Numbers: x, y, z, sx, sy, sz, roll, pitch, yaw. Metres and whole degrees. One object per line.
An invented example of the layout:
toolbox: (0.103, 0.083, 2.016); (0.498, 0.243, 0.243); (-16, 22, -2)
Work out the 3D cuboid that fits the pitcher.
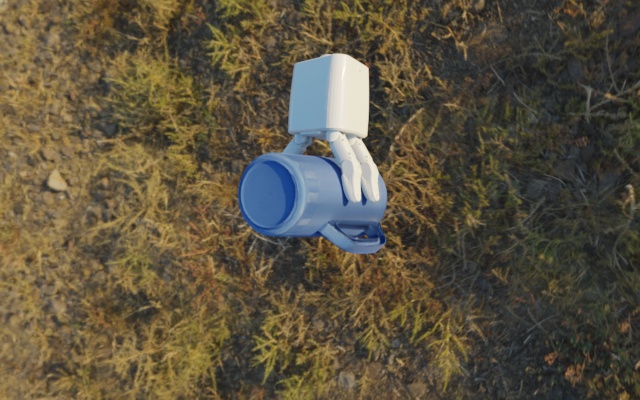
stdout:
pitcher: (0.000, 0.002, 0.704); (0.149, 0.145, 0.243); (5, 2, 30)
